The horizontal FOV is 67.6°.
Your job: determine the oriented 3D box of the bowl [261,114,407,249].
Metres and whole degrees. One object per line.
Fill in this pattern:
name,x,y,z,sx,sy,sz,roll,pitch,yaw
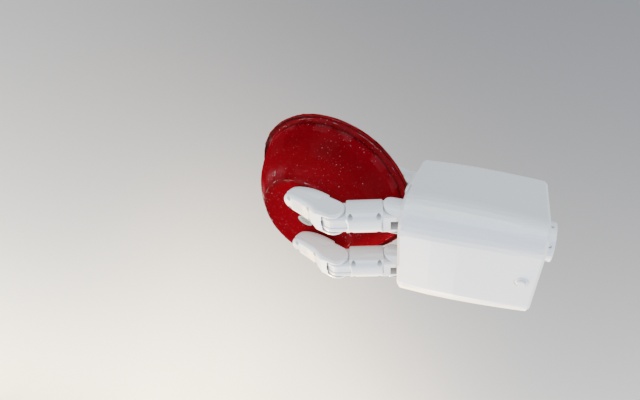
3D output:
bowl,-0.001,0.002,0.453,0.162,0.162,0.055,0,38,38
